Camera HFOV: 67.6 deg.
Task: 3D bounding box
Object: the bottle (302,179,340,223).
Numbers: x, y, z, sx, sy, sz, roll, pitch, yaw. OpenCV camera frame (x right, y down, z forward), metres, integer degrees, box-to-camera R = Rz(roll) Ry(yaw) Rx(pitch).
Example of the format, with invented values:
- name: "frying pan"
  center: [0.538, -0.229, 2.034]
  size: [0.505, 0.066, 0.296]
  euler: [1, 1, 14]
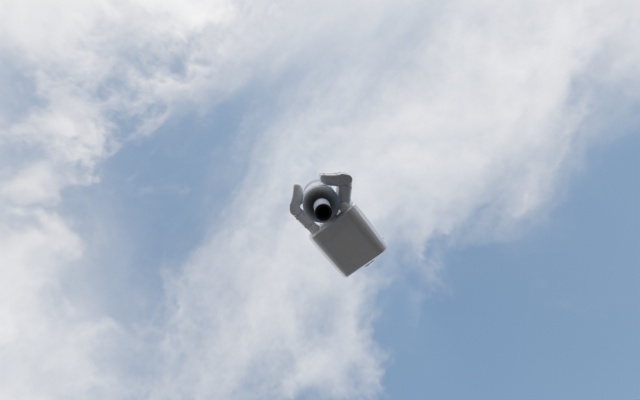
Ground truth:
- name: "bottle"
  center: [0.000, 0.003, 0.880]
  size: [0.069, 0.069, 0.295]
  euler: [0, 6, -2]
